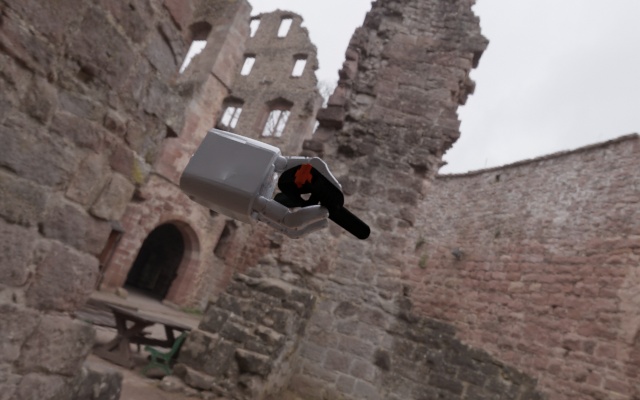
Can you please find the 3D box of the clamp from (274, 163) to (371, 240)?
[{"bbox_3d":[0.000,0.001,0.677,0.164,0.036,0.210,21,-14,6],"label":"clamp"}]
